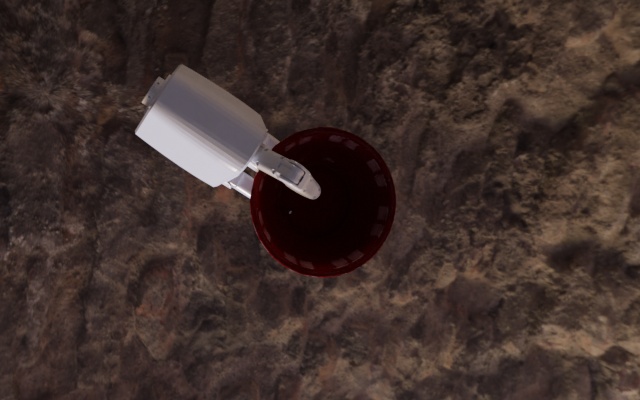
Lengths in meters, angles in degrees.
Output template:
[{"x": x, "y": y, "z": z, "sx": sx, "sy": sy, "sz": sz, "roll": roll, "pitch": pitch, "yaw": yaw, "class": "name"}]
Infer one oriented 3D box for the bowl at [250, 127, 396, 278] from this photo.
[{"x": 0.001, "y": 0.003, "z": 0.537, "sx": 0.162, "sy": 0.162, "sz": 0.055, "roll": 0, "pitch": 1, "yaw": -13, "class": "bowl"}]
